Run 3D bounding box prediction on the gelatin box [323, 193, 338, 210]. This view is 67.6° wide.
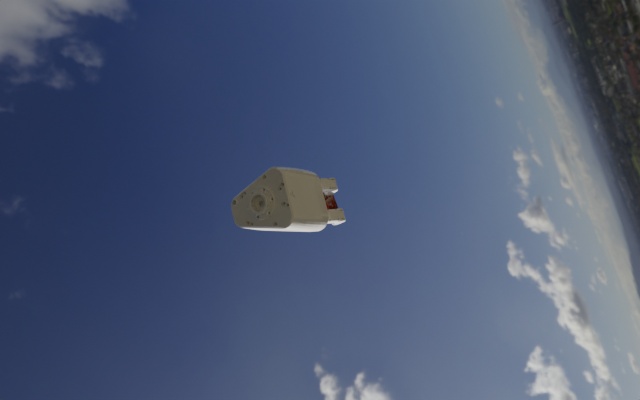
[{"bbox_3d":[0.000,0.003,0.859,0.030,0.073,0.089,-19,2,22],"label":"gelatin box"}]
